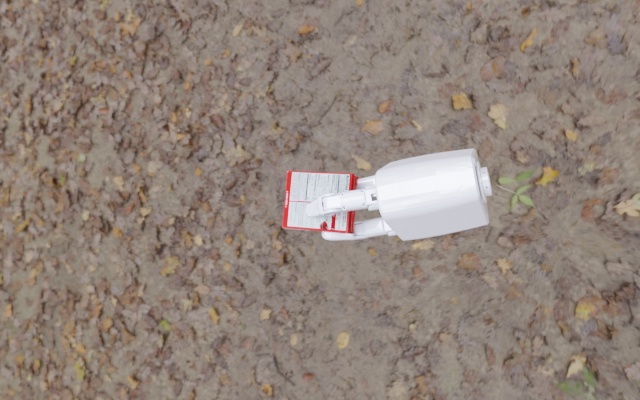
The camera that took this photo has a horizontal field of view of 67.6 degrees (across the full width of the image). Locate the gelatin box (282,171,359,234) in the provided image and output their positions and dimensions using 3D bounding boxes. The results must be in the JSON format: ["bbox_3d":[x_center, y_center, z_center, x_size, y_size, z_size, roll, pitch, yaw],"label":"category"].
[{"bbox_3d":[0.000,0.002,0.595,0.089,0.073,0.030,3,-4,19],"label":"gelatin box"}]
